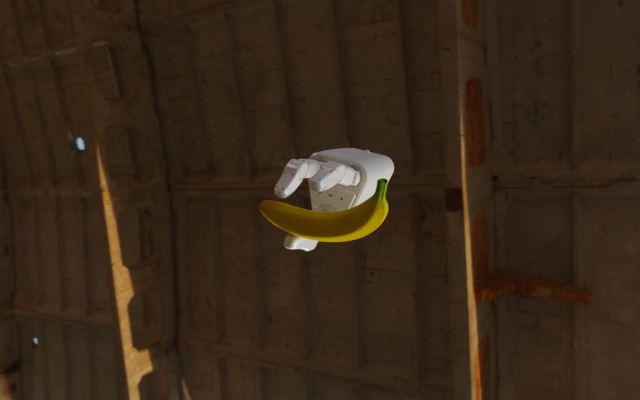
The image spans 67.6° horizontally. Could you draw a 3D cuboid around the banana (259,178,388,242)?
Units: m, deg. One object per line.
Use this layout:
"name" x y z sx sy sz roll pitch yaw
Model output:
"banana" 0.008 0.019 0.591 0.198 0.069 0.037 -11 8 36
